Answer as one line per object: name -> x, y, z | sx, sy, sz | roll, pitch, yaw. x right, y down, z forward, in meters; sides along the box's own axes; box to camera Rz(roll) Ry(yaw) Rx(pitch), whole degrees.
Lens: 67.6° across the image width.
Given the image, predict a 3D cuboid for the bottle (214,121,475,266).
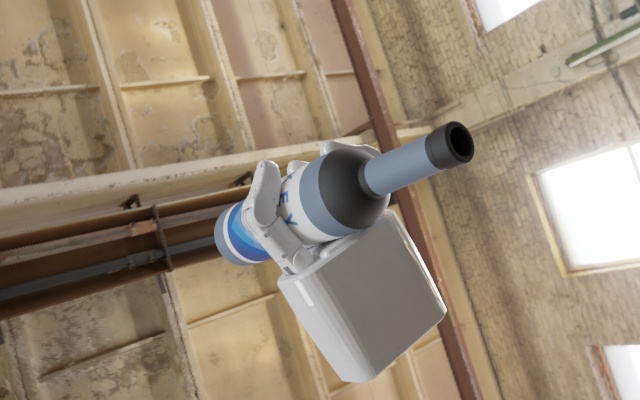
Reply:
bottle -> 0.000, 0.001, 0.401 | 0.069, 0.069, 0.296 | 0, -14, -36
